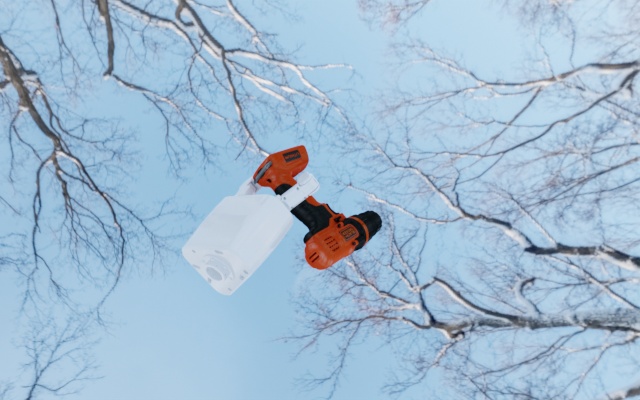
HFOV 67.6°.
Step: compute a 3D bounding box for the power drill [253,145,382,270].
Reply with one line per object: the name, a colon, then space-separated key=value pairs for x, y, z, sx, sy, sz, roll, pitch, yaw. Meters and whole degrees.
power drill: x=0.000 y=0.002 z=0.731 sx=0.057 sy=0.187 sz=0.184 roll=-48 pitch=-13 yaw=33
